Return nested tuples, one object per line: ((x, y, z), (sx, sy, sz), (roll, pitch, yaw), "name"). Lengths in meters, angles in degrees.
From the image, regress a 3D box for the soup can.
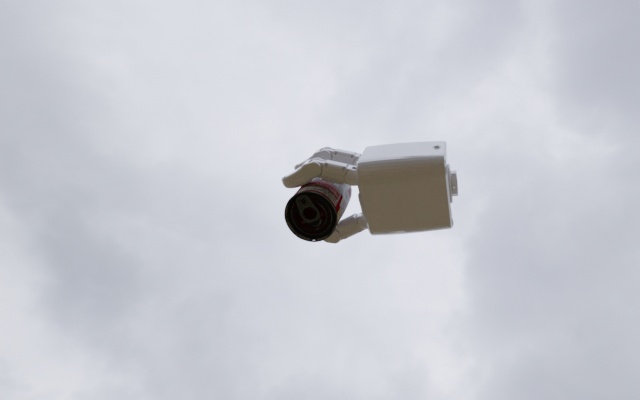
((0.000, 0.002, 0.630), (0.068, 0.068, 0.102), (0, 22, 15), "soup can")
